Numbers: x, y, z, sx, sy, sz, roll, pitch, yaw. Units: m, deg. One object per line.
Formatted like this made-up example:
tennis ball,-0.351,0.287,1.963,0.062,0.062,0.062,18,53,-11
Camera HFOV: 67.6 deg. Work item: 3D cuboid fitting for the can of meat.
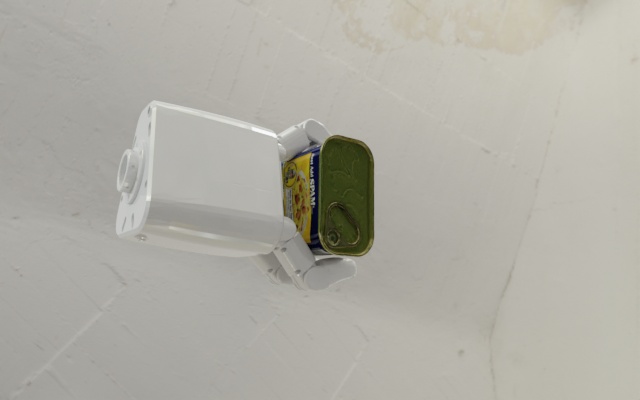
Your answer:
can of meat,0.000,0.001,0.433,0.057,0.102,0.084,8,-12,-34
